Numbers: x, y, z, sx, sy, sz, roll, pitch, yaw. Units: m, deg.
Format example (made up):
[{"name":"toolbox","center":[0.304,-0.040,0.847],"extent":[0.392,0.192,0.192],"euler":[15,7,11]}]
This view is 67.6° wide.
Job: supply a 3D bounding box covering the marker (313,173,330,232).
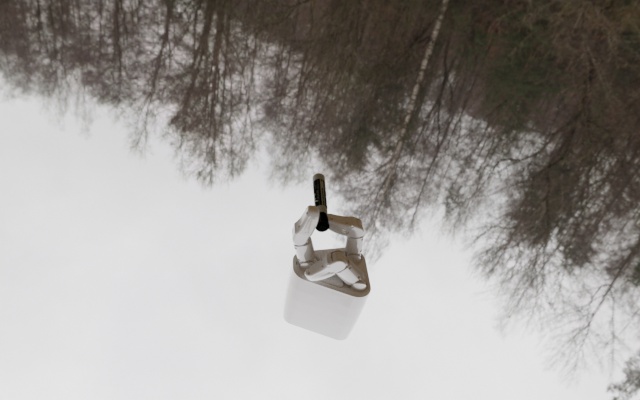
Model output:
[{"name":"marker","center":[0.000,0.002,0.671],"extent":[0.020,0.020,0.121],"euler":[0,37,-3]}]
